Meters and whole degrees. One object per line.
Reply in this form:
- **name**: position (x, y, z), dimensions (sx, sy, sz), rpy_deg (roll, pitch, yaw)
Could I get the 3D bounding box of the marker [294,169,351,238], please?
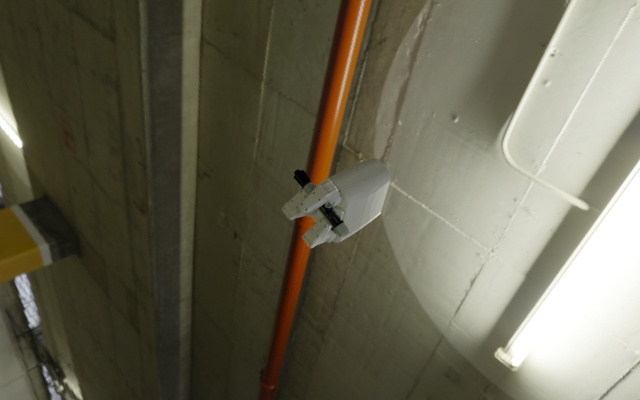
- **marker**: position (0.000, 0.002, 0.696), dimensions (0.020, 0.121, 0.020), rpy_deg (-35, -15, -11)
